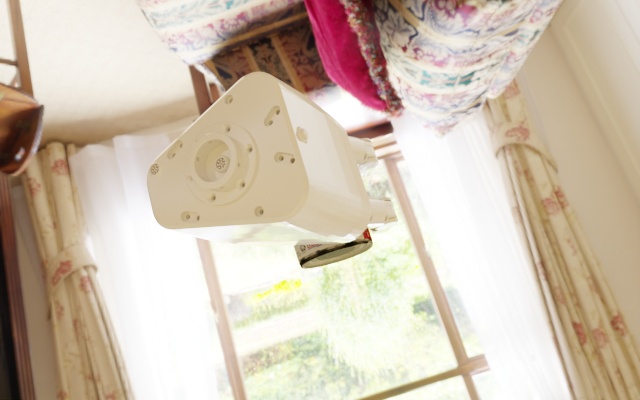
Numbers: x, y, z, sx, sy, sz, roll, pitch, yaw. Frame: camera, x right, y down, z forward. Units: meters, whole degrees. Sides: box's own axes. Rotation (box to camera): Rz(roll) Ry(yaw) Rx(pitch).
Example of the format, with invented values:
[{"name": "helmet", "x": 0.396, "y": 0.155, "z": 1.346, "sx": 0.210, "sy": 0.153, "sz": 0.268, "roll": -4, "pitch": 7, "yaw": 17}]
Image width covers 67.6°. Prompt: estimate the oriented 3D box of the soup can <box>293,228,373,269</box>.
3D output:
[{"name": "soup can", "x": 0.000, "y": 0.002, "z": 0.420, "sx": 0.068, "sy": 0.102, "sz": 0.068, "roll": -16, "pitch": -16, "yaw": -5}]
